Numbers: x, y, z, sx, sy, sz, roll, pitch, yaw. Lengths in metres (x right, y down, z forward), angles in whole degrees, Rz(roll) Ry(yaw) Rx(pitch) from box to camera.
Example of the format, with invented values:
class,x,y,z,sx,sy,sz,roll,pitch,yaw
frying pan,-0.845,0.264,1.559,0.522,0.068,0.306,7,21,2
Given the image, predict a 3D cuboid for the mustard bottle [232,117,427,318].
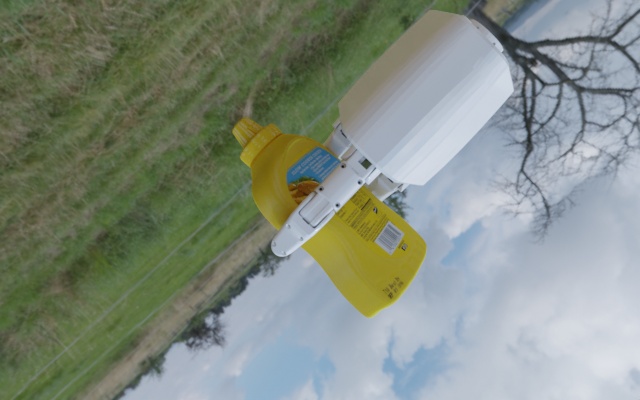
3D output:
class,x,y,z,sx,sy,sz,roll,pitch,yaw
mustard bottle,0.000,0.002,0.403,0.058,0.191,0.096,-46,0,42
